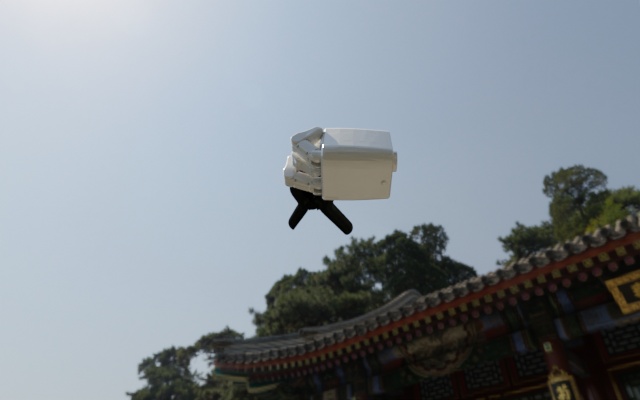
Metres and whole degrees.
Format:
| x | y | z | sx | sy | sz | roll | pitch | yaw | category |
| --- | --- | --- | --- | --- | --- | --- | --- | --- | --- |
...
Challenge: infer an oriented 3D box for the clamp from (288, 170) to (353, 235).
| x | y | z | sx | sy | sz | roll | pitch | yaw | category |
| --- | --- | --- | --- | --- | --- | --- | --- | --- | --- |
| 0.000 | 0.002 | 0.825 | 0.120 | 0.039 | 0.172 | 6 | -38 | 4 | clamp |
